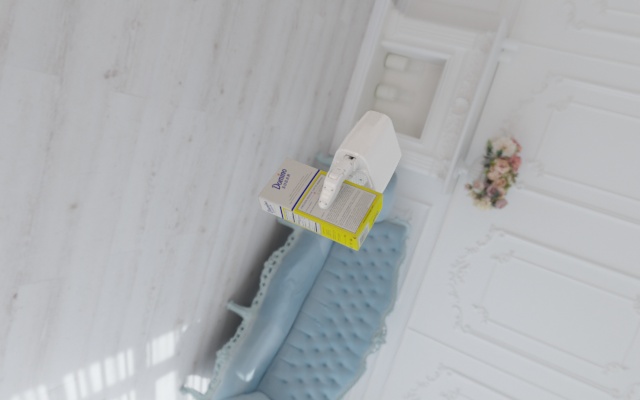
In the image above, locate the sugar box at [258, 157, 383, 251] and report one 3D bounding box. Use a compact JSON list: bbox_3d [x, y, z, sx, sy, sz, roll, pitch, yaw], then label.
[{"bbox_3d":[0.000,0.003,0.759,0.176,0.093,0.048,21,-31,21],"label":"sugar box"}]
